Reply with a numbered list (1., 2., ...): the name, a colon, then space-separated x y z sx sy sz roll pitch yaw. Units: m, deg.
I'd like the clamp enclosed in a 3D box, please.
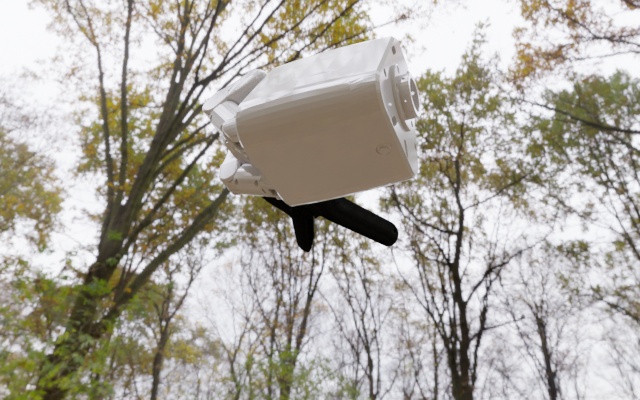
1. clamp: 0.000 0.001 0.459 0.120 0.039 0.172 -8 -36 24
